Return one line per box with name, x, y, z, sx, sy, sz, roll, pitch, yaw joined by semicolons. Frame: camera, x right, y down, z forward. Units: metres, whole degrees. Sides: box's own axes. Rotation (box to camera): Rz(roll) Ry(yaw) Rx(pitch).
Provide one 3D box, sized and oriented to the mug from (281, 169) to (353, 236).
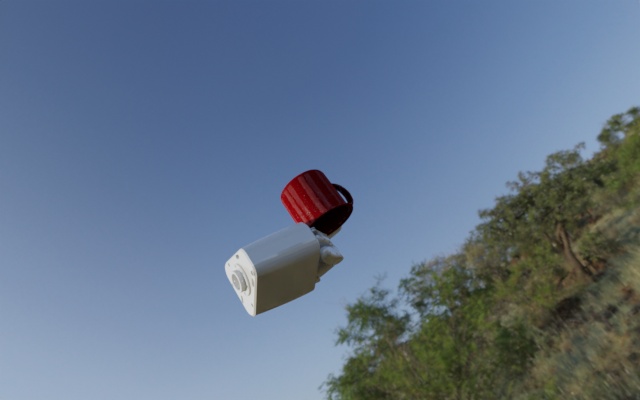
mug;0.001;0.002;0.755;0.117;0.081;0.093;-20;-28;-34
